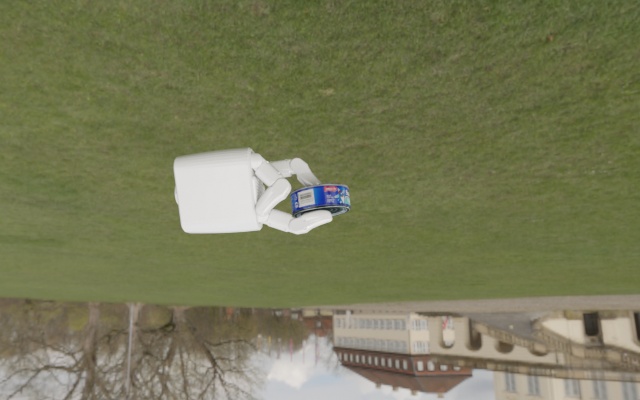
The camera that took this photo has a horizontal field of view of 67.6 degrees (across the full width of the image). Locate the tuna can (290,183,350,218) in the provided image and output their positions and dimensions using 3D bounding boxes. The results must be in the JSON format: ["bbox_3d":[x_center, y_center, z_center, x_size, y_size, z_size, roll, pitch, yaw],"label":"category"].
[{"bbox_3d":[0.000,0.003,0.690,0.086,0.033,0.086,-7,-12,-1],"label":"tuna can"}]
